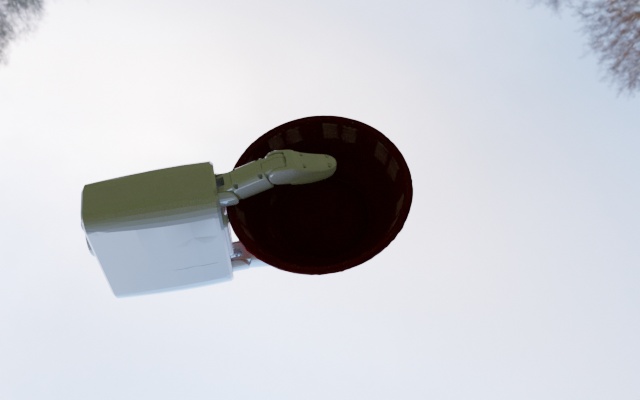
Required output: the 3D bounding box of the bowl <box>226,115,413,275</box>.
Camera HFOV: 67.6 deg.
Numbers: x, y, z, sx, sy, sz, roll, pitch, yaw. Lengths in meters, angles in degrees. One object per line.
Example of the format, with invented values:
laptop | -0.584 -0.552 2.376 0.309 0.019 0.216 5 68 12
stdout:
bowl | 0.001 0.002 0.431 0.162 0.162 0.055 0 -31 7
